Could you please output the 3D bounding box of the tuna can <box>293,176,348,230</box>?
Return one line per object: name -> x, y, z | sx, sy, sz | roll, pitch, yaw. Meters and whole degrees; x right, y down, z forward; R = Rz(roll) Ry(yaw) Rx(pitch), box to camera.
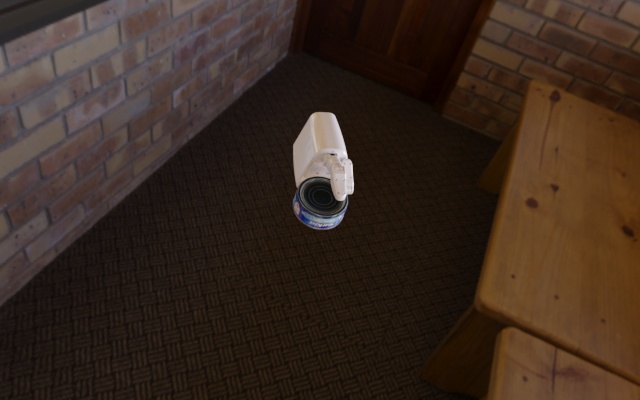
tuna can -> 0.000, 0.002, 0.765 | 0.086, 0.086, 0.034 | 0, -38, -17
